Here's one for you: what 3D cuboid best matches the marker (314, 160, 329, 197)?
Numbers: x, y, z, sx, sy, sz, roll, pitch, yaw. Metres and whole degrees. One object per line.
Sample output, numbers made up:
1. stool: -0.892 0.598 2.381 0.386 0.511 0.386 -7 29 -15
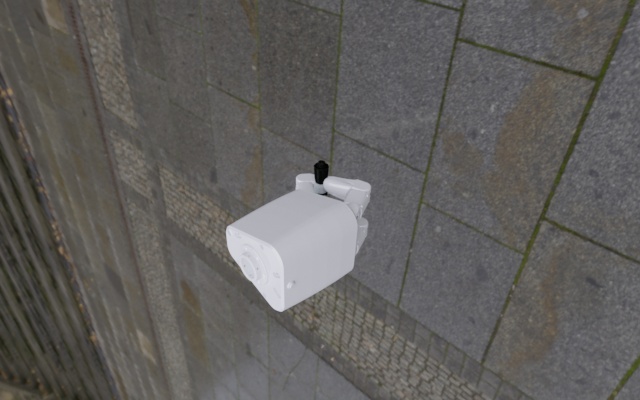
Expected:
1. marker: 0.000 0.002 0.618 0.020 0.121 0.020 1 36 -1
